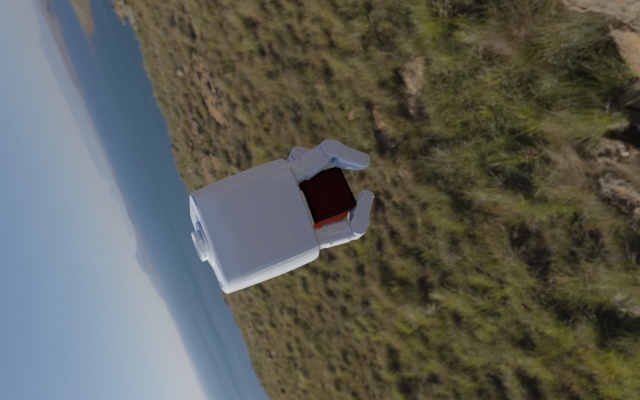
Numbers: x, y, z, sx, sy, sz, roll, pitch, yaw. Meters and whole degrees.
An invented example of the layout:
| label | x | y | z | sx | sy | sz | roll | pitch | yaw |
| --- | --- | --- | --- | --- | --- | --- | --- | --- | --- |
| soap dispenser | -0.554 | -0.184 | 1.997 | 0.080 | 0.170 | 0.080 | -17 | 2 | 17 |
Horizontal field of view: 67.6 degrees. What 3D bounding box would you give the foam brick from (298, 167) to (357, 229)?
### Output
| label | x | y | z | sx | sy | sz | roll | pitch | yaw |
| --- | --- | --- | --- | --- | --- | --- | --- | --- | --- |
| foam brick | 0.000 | 0.002 | 0.565 | 0.051 | 0.053 | 0.078 | -19 | -14 | -20 |
